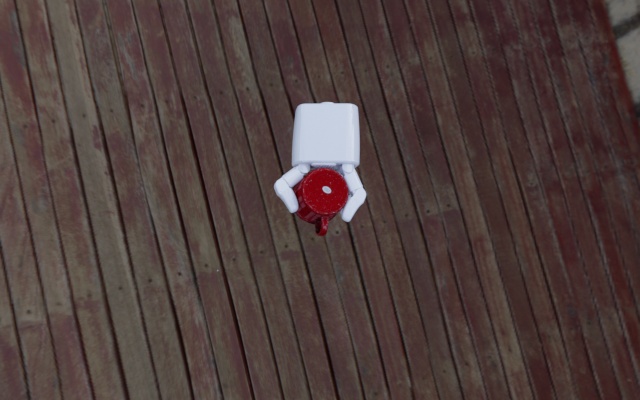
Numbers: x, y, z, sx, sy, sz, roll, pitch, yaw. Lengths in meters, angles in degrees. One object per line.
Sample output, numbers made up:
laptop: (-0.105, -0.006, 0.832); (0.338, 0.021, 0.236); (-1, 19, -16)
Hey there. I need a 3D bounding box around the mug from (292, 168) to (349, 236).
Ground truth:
mug: (0.000, 0.004, 0.822); (0.093, 0.117, 0.081); (3, -10, -12)
